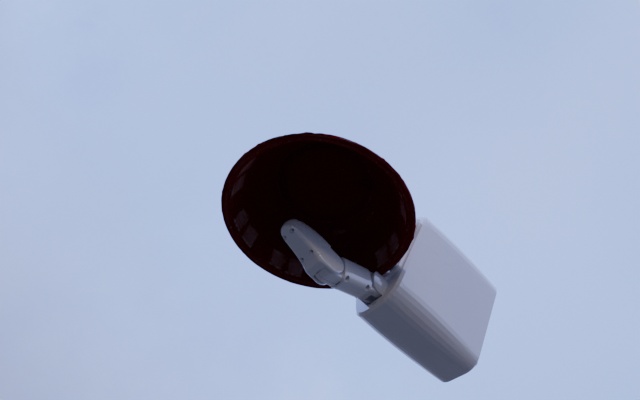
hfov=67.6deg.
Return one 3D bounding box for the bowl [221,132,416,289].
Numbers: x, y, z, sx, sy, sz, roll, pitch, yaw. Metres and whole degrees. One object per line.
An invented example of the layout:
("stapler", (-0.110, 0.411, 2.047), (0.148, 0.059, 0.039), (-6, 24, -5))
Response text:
("bowl", (-0.001, 0.000, 0.412), (0.162, 0.162, 0.055), (0, 37, 10))
